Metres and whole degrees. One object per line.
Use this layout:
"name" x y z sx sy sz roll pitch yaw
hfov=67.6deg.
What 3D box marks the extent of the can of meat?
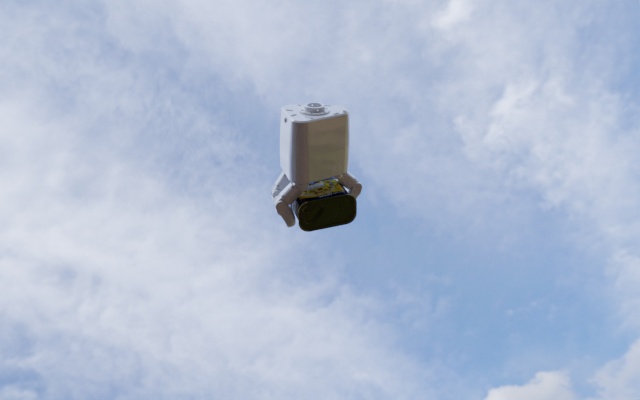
"can of meat" 0.000 0.003 0.822 0.102 0.057 0.084 -11 30 -14
